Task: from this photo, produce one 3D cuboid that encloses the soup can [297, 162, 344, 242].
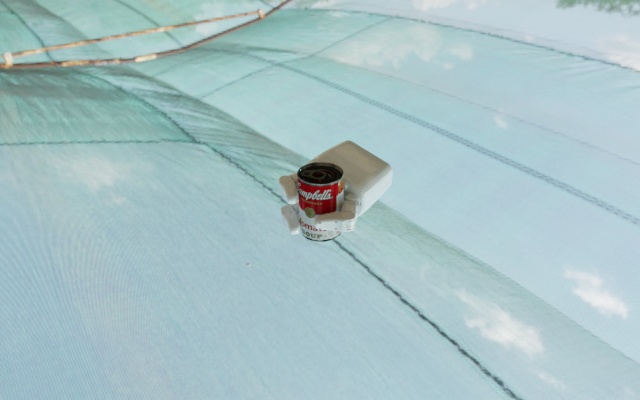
[{"bbox_3d":[0.000,0.003,0.719,0.068,0.102,0.068,0,32,0],"label":"soup can"}]
